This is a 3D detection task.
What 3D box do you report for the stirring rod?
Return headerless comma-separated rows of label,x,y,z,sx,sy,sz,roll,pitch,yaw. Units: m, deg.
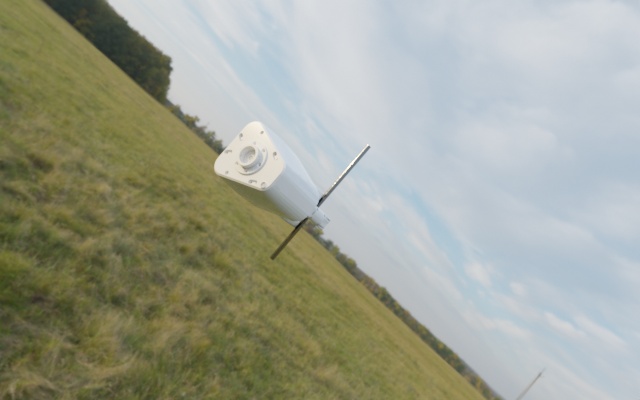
stirring rod,0.000,0.003,0.768,0.011,0.239,0.011,41,-3,2
